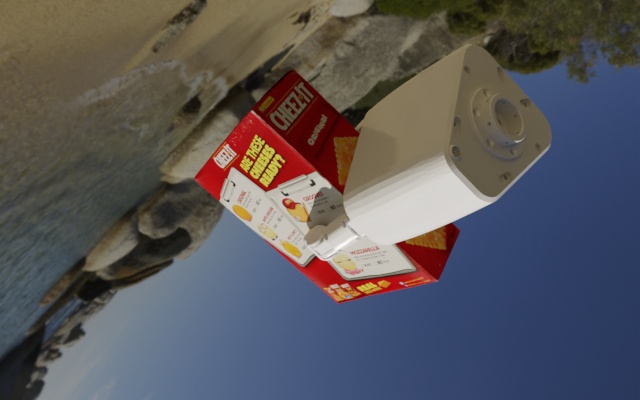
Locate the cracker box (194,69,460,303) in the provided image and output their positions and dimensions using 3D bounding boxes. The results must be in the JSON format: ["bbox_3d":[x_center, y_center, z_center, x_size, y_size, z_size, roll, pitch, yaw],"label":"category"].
[{"bbox_3d":[0.000,0.002,0.467,0.214,0.072,0.164,43,-34,-11],"label":"cracker box"}]
